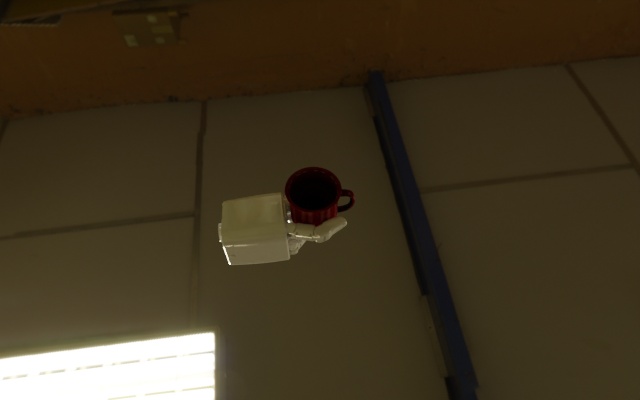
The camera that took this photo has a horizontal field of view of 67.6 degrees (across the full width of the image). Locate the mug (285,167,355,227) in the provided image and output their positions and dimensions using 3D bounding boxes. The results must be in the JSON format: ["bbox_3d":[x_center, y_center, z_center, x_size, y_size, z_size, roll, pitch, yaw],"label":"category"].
[{"bbox_3d":[0.002,0.003,0.811,0.117,0.093,0.082,-5,-34,-3],"label":"mug"}]
